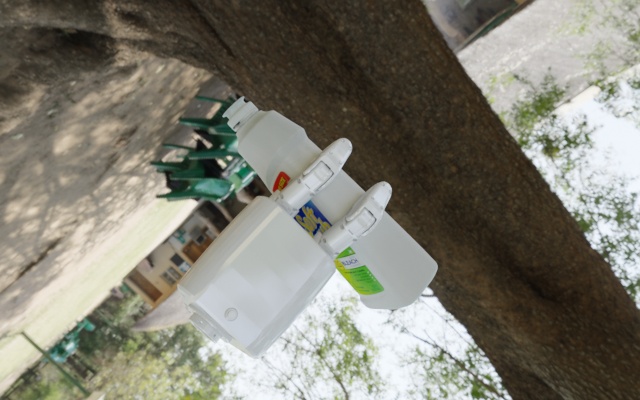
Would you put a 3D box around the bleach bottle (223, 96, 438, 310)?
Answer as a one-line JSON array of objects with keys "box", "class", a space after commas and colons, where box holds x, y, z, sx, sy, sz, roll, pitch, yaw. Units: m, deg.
[{"box": [0.000, 0.002, 0.479, 0.068, 0.251, 0.102, -48, 9, -24], "class": "bleach bottle"}]
